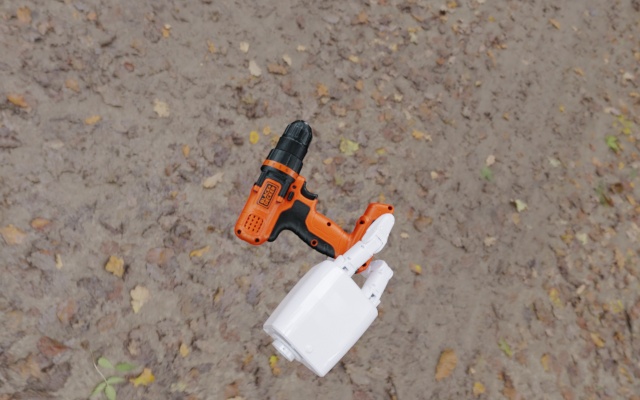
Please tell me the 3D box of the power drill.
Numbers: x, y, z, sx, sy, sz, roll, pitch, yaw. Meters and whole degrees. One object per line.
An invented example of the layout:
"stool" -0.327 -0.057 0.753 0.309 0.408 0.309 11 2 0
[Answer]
"power drill" 0.000 0.003 0.651 0.187 0.184 0.057 25 -9 0
